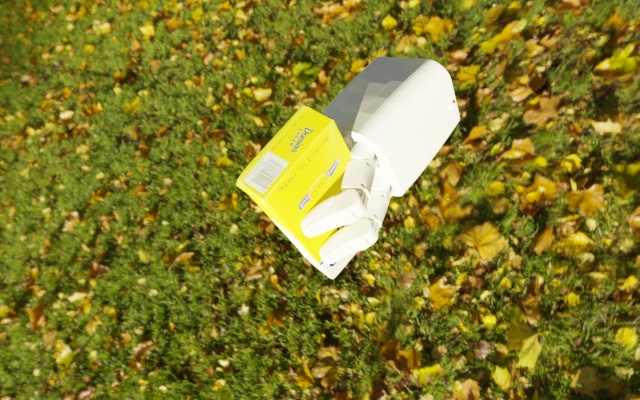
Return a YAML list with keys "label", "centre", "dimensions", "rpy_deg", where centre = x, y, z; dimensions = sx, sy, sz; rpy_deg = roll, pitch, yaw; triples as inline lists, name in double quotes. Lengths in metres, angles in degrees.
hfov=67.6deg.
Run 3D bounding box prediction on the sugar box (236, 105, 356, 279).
- label: "sugar box"
  centre: [0.000, 0.002, 0.464]
  dimensions: [0.048, 0.093, 0.176]
  rpy_deg: [33, -12, 37]
